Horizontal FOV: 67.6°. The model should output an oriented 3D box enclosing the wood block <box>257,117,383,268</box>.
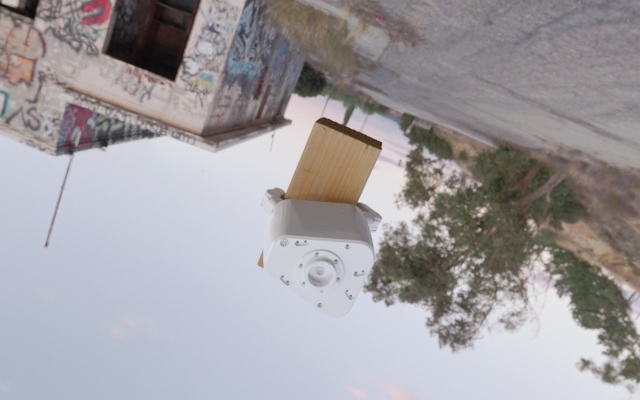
[{"bbox_3d":[0.000,0.002,0.644,0.091,0.206,0.090,24,16,2],"label":"wood block"}]
